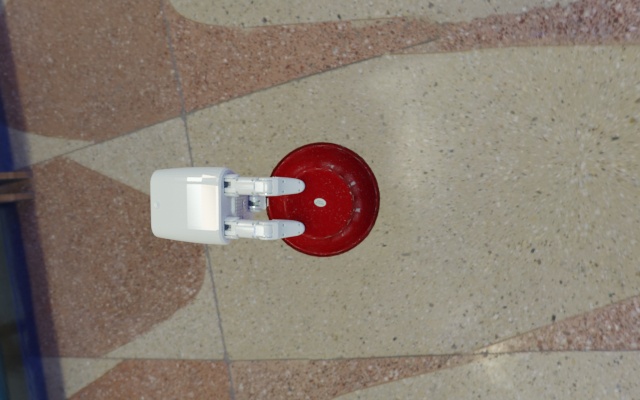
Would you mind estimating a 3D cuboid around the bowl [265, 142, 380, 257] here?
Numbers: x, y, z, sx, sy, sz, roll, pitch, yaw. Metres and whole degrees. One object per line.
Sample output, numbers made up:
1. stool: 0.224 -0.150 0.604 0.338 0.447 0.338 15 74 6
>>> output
1. bowl: 0.001 0.002 0.641 0.162 0.162 0.055 0 5 5
